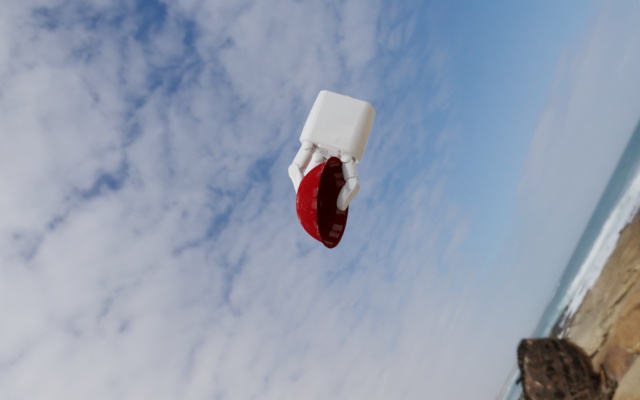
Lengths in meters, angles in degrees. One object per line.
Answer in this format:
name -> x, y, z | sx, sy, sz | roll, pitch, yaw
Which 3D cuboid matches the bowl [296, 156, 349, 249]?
bowl -> -0.001, 0.004, 0.840 | 0.055, 0.162, 0.162 | 2, 1, 22
